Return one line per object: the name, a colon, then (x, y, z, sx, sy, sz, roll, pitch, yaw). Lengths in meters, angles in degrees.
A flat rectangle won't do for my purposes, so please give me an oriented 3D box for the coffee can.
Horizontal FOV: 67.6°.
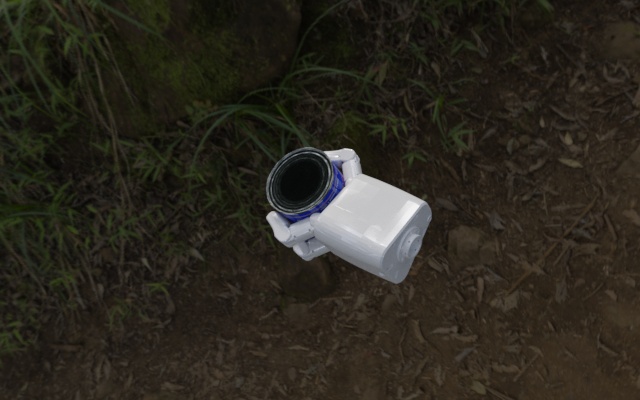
coffee can: (0.000, 0.002, 0.698, 0.103, 0.102, 0.140, 0, -25, 28)
